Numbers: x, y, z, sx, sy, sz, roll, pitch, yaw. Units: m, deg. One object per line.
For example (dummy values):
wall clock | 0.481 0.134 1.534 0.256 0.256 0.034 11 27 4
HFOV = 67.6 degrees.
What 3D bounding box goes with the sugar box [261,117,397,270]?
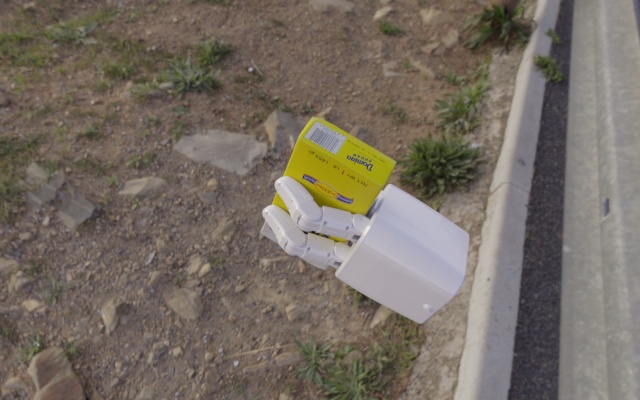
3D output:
sugar box | 0.000 0.002 0.510 0.093 0.048 0.176 31 -41 3
